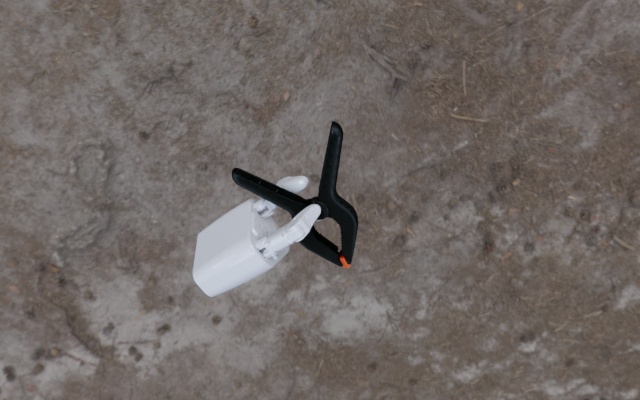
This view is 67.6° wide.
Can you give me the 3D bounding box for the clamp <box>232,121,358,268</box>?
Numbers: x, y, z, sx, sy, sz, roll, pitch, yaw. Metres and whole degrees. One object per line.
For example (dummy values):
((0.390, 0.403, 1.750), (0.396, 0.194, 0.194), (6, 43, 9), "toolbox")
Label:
((0.000, 0.003, 0.664), (0.164, 0.210, 0.036), (-30, 20, 17), "clamp")
